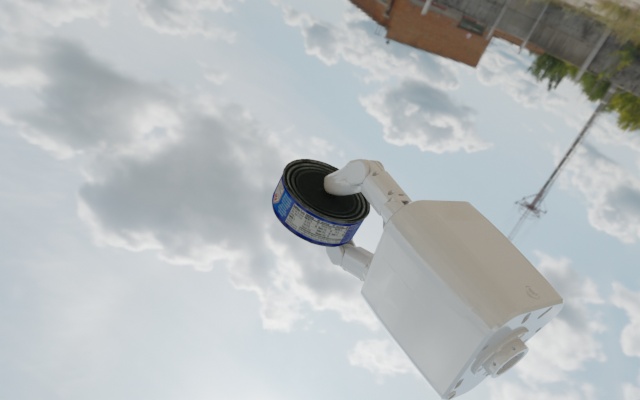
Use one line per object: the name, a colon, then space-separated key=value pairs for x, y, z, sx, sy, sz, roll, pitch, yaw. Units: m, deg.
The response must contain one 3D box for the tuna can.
tuna can: x=0.000 y=0.002 z=0.434 sx=0.086 sy=0.034 sz=0.086 roll=20 pitch=33 yaw=-14
